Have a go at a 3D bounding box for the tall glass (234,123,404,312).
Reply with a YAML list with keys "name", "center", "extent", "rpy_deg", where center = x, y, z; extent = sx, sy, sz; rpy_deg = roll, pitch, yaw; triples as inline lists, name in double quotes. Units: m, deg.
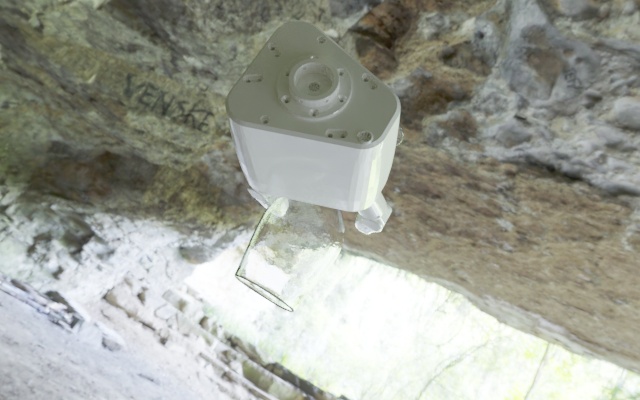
- name: "tall glass"
  center: [0.000, 0.001, 0.448]
  extent: [0.079, 0.201, 0.079]
  rpy_deg: [28, -18, 10]
